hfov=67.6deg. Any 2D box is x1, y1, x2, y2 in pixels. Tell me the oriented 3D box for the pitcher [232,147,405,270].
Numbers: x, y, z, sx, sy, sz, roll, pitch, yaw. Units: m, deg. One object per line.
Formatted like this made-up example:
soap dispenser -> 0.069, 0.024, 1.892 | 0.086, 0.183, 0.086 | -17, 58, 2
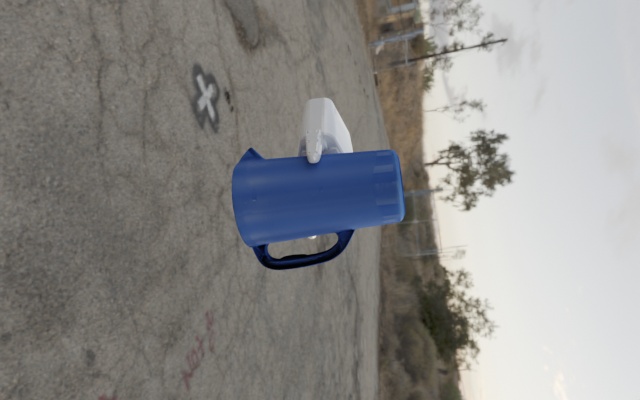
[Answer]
pitcher -> 0.000, 0.002, 0.713 | 0.243, 0.145, 0.149 | -7, -45, 7
